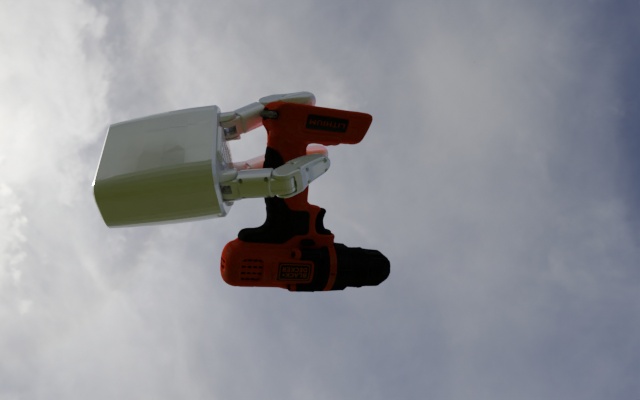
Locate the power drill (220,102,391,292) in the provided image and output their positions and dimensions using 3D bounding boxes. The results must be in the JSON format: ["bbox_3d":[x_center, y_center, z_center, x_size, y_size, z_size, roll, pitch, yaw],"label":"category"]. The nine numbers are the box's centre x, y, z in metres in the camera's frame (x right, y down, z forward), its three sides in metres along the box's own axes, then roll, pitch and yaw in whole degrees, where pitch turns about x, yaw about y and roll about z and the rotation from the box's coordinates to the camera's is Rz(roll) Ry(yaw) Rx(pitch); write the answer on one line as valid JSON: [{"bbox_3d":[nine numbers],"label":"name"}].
[{"bbox_3d":[0.000,0.001,0.481,0.184,0.187,0.057,5,8,-24],"label":"power drill"}]
